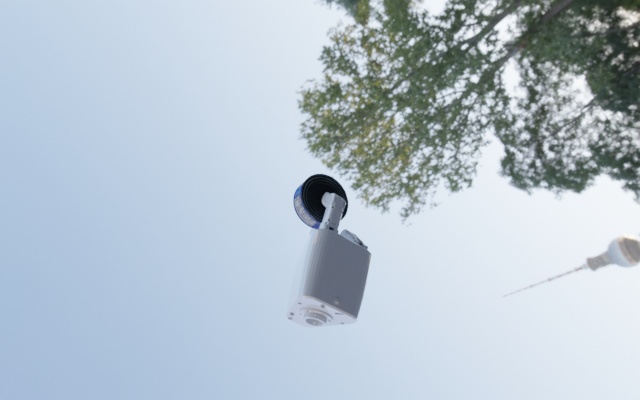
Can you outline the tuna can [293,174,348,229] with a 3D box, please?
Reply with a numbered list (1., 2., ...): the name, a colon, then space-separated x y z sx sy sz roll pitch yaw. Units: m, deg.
1. tuna can: 0.000 0.003 0.767 0.086 0.086 0.034 0 -21 -31
